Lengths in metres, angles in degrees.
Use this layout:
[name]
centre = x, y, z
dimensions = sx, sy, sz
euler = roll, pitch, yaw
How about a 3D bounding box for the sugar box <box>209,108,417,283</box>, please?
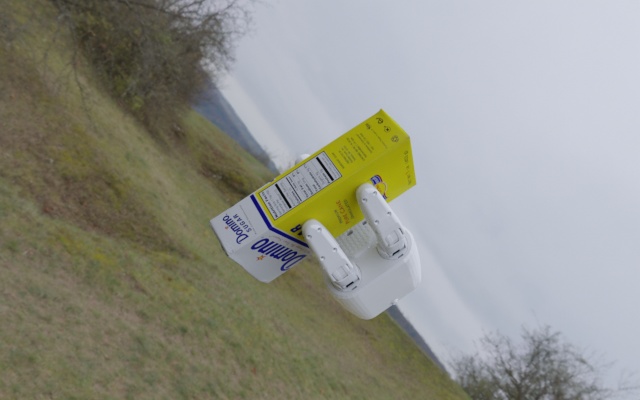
[sugar box]
centre = 0.000, 0.002, 0.426
dimensions = 0.176, 0.048, 0.093
euler = -36, -28, -2
